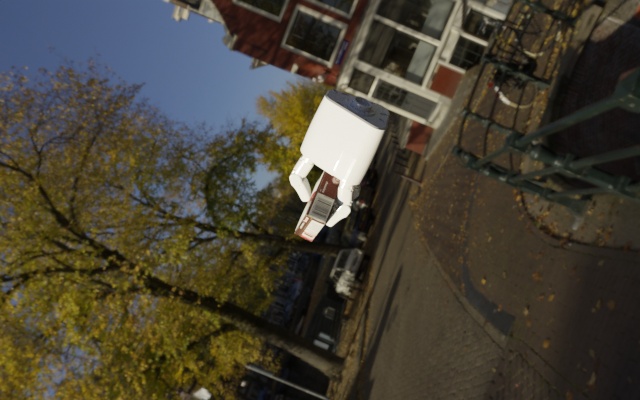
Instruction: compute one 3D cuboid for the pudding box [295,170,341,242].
[{"bbox_3d":[0.000,0.003,0.814,0.039,0.113,0.090,26,-28,-3],"label":"pudding box"}]
